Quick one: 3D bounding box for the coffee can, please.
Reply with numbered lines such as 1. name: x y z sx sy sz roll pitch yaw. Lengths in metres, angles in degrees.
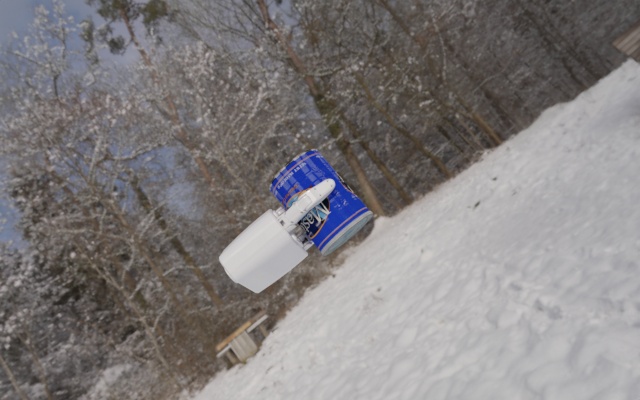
1. coffee can: 0.000 0.002 0.764 0.103 0.140 0.103 -38 -12 -9
